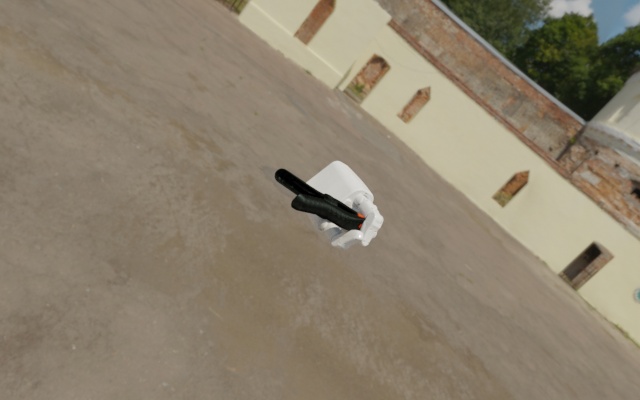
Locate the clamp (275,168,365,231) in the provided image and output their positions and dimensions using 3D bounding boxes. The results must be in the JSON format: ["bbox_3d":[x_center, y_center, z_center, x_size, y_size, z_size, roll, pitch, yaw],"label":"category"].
[{"bbox_3d":[0.001,0.002,0.784,0.171,0.039,0.120,27,20,-38],"label":"clamp"}]
